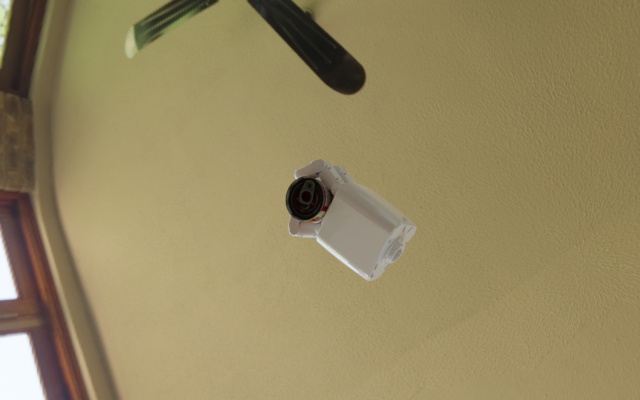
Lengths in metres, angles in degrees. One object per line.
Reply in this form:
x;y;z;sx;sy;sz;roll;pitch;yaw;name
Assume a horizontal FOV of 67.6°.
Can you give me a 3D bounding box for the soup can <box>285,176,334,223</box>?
0.000;0.002;0.759;0.068;0.068;0.102;0;-6;29;soup can
